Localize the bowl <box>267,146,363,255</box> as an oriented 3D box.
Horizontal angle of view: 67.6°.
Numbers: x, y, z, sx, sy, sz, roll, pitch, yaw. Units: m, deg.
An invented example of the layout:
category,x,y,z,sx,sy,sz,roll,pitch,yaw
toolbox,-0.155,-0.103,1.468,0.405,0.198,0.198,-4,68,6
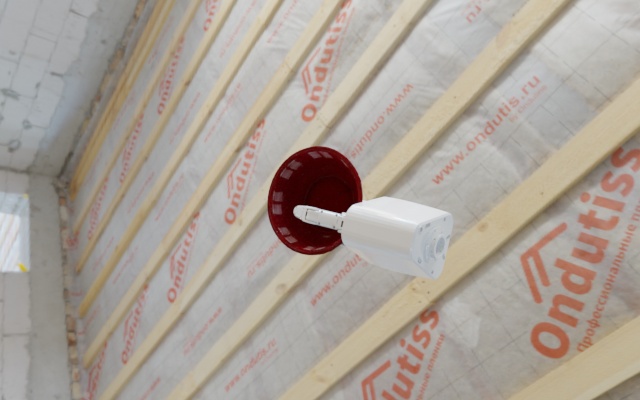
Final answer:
category,x,y,z,sx,sy,sz,roll,pitch,yaw
bowl,-0.001,0.002,0.723,0.162,0.162,0.055,0,-6,29
